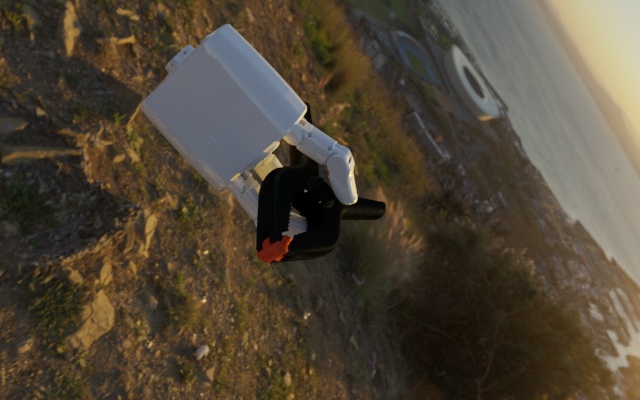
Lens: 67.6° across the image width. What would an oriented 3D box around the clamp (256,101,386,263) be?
[{"bbox_3d":[0.000,0.001,0.480,0.036,0.164,0.209,-33,19,33],"label":"clamp"}]
